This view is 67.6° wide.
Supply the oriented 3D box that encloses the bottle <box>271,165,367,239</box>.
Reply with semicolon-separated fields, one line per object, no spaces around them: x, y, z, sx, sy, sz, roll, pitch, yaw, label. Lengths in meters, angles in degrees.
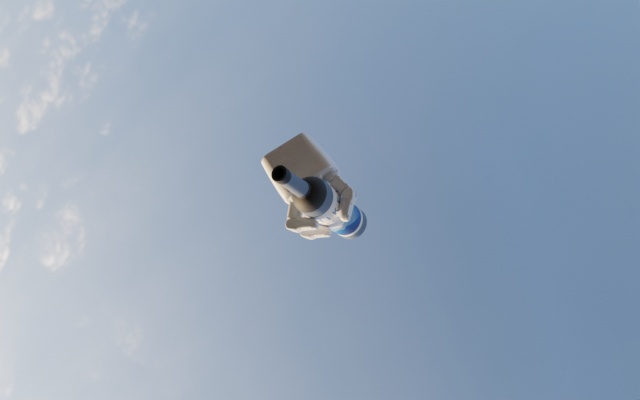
0.000;0.003;0.848;0.069;0.069;0.296;0;-17;27;bottle
